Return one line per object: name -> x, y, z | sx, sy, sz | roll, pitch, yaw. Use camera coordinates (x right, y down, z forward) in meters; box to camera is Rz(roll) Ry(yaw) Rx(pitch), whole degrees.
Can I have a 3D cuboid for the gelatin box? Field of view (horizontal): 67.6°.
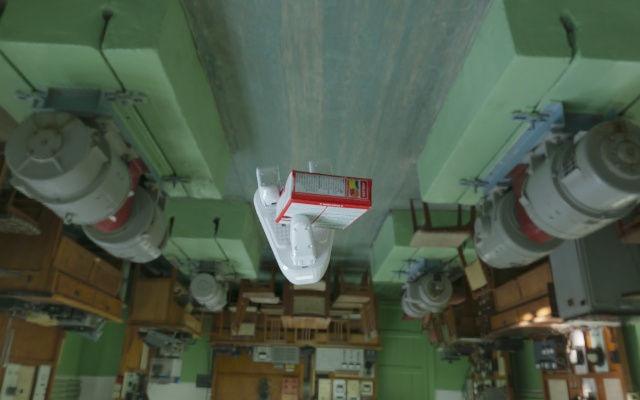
gelatin box -> 0.000, 0.002, 0.449 | 0.073, 0.030, 0.089 | 6, -17, -12
